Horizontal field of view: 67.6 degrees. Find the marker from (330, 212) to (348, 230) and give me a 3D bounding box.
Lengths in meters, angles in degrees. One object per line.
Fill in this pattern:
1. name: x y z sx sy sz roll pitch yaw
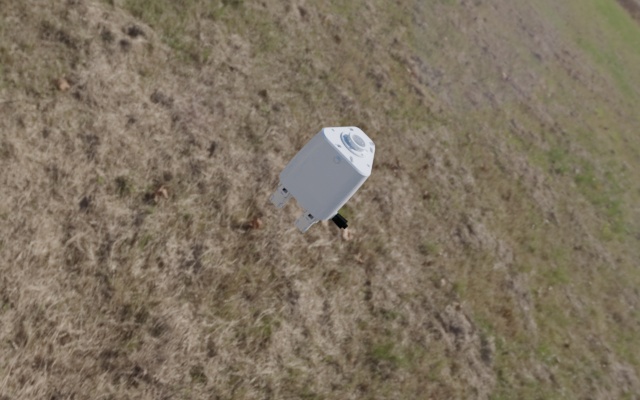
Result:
1. marker: 0.000 0.003 0.790 0.121 0.020 0.020 45 -1 1
